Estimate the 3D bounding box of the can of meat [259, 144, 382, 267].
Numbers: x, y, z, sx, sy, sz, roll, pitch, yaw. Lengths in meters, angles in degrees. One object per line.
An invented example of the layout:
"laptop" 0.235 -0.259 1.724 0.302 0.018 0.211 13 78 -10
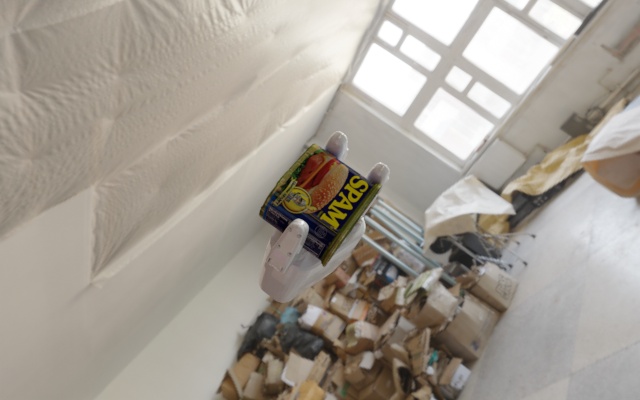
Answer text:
"can of meat" 0.000 0.001 0.485 0.084 0.102 0.057 35 -34 7
